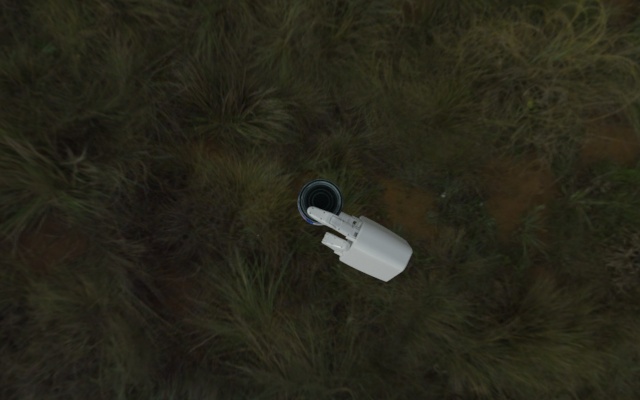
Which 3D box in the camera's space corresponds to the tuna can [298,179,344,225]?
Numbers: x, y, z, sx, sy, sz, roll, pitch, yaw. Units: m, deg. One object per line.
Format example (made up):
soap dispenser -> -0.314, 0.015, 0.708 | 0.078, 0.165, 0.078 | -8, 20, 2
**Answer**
tuna can -> 0.000, 0.003, 0.891 | 0.086, 0.086, 0.034 | 0, -7, -2
